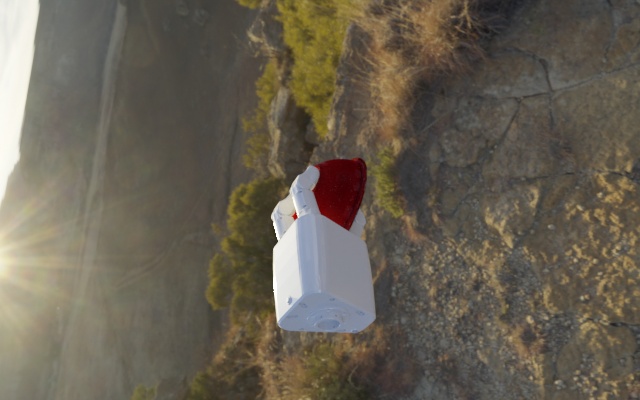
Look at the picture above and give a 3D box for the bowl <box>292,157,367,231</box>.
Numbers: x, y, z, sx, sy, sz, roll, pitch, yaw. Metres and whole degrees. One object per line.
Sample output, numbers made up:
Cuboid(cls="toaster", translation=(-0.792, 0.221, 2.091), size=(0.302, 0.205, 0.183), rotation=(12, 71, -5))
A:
Cuboid(cls="bowl", translation=(0.000, 0.001, 0.674), size=(0.055, 0.162, 0.162), rotation=(25, -8, -17))
